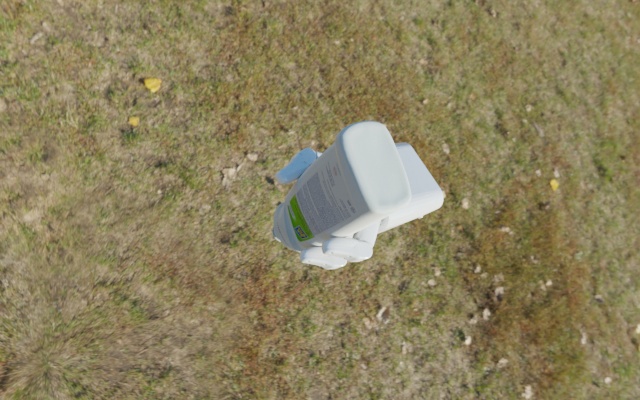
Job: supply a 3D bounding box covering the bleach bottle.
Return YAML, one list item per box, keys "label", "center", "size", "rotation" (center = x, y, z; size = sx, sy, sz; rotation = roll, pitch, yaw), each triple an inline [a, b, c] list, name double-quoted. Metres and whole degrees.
- label: "bleach bottle"
  center: [0.000, 0.002, 0.580]
  size: [0.068, 0.102, 0.251]
  rotation: [-16, -8, -33]
